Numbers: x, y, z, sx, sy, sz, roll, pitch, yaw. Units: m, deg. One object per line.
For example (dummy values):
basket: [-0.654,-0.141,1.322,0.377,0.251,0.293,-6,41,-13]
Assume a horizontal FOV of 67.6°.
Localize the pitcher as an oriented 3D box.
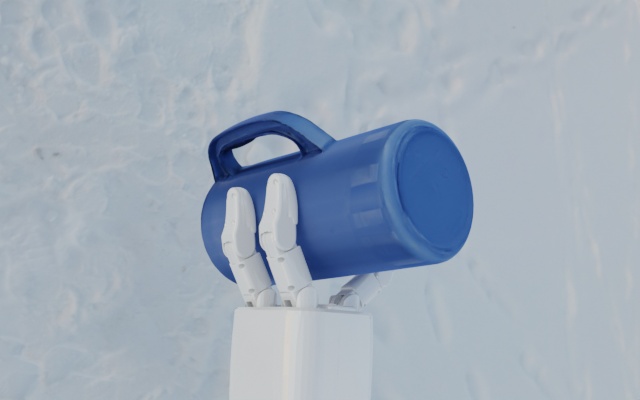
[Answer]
pitcher: [0.000,0.002,0.427,0.149,0.145,0.243,16,-20,-38]
